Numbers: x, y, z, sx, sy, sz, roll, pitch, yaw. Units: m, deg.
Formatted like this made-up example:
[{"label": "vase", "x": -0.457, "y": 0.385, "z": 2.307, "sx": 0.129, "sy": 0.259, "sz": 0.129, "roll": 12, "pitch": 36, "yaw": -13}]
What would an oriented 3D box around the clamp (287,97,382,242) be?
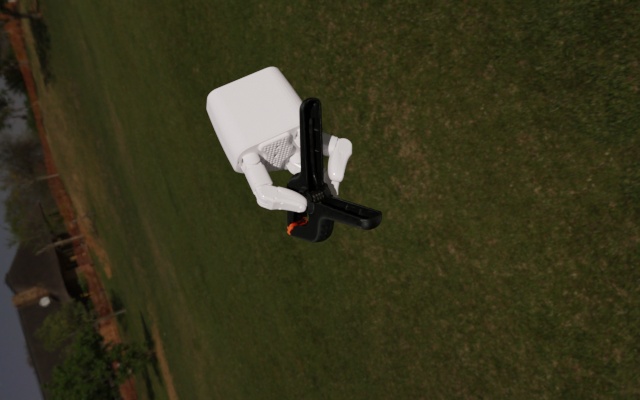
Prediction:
[{"label": "clamp", "x": -0.001, "y": 0.002, "z": 0.585, "sx": 0.036, "sy": 0.164, "sz": 0.210, "roll": -18, "pitch": -26, "yaw": -26}]
